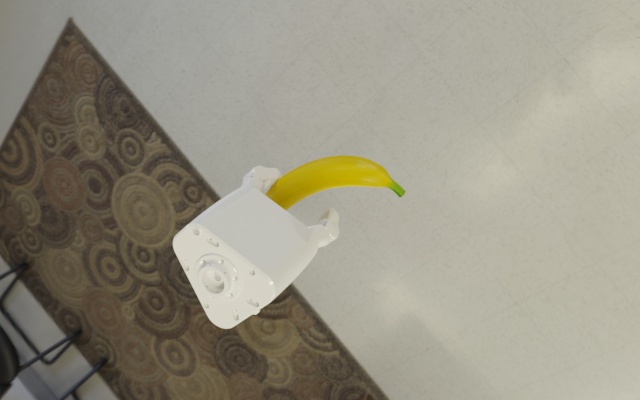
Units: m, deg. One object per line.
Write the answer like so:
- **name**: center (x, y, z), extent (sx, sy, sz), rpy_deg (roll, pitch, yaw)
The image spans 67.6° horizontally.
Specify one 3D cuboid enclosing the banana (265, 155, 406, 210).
- **banana**: center (-0.002, -0.016, 0.582), extent (0.198, 0.070, 0.037), rpy_deg (-10, 18, 22)
